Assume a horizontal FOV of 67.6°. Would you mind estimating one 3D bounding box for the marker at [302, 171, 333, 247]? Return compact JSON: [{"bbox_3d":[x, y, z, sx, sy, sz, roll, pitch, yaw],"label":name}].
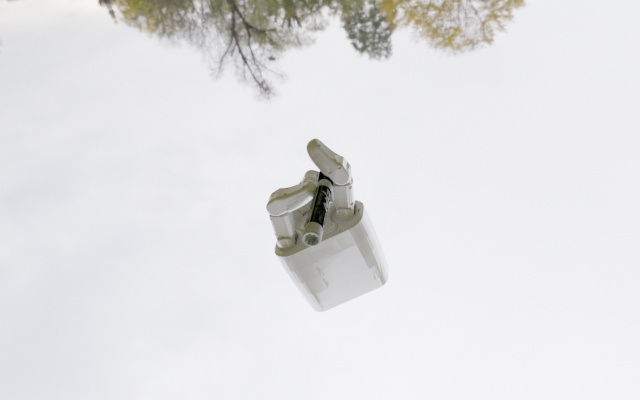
[{"bbox_3d":[0.000,0.002,0.496,0.020,0.020,0.121,0,35,10],"label":"marker"}]
